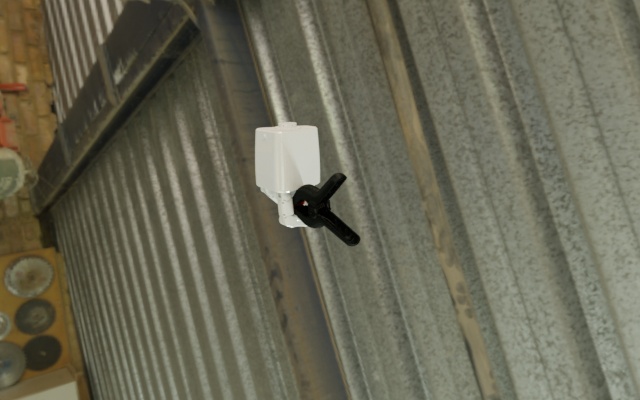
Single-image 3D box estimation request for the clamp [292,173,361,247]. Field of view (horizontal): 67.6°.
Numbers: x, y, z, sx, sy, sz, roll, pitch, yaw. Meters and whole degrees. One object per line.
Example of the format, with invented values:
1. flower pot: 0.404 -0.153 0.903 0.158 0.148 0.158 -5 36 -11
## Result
1. clamp: 0.001 0.003 0.803 0.039 0.120 0.171 -16 21 -37
